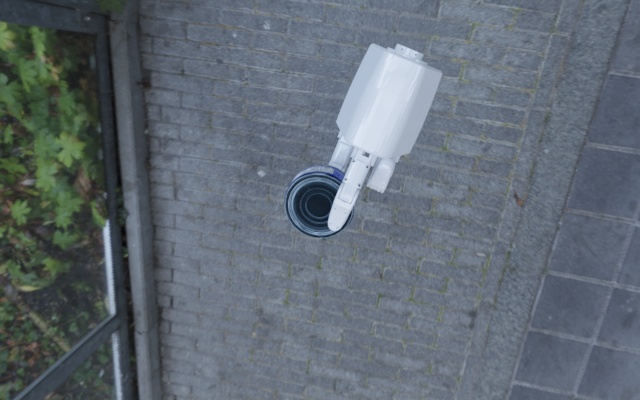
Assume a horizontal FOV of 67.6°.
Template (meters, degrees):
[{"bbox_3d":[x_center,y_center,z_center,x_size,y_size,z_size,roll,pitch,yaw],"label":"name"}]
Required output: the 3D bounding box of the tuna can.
[{"bbox_3d":[0.000,0.002,0.575,0.086,0.086,0.033,0,21,9],"label":"tuna can"}]
